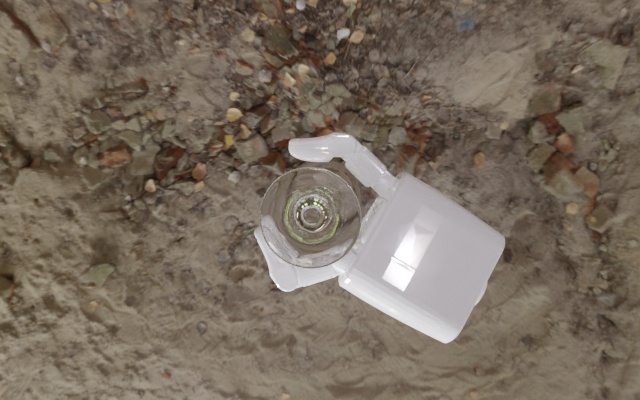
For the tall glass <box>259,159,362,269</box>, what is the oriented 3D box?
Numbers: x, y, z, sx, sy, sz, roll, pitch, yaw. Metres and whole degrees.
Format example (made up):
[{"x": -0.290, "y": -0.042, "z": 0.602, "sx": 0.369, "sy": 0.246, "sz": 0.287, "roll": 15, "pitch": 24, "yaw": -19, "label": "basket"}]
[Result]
[{"x": 0.000, "y": 0.001, "z": 0.441, "sx": 0.079, "sy": 0.079, "sz": 0.201, "roll": 0, "pitch": 7, "yaw": 4, "label": "tall glass"}]
